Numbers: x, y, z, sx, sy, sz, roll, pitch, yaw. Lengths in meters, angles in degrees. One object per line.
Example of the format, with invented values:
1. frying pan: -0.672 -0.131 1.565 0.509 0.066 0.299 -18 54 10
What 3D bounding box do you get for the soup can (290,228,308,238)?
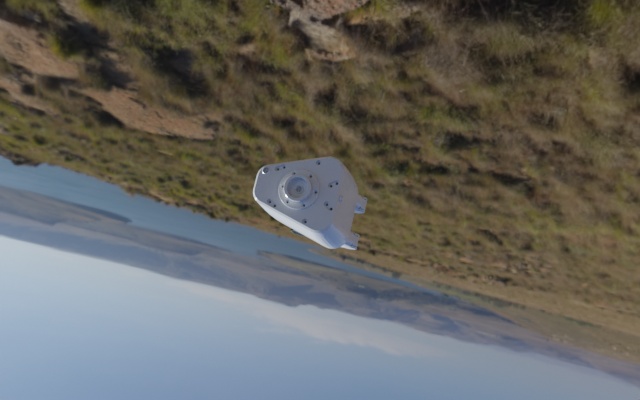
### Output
1. soup can: 0.000 0.003 0.688 0.068 0.102 0.068 12 -11 2
